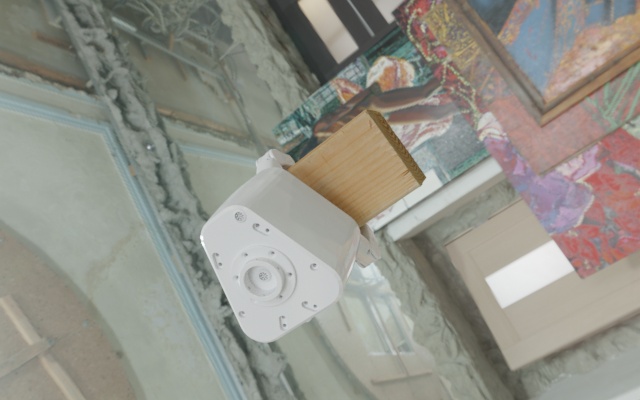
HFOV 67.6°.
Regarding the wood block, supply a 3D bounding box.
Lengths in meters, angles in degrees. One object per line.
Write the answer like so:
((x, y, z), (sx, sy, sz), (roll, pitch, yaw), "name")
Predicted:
((0.000, 0.002, 0.514), (0.206, 0.091, 0.090), (-35, -2, 18), "wood block")
